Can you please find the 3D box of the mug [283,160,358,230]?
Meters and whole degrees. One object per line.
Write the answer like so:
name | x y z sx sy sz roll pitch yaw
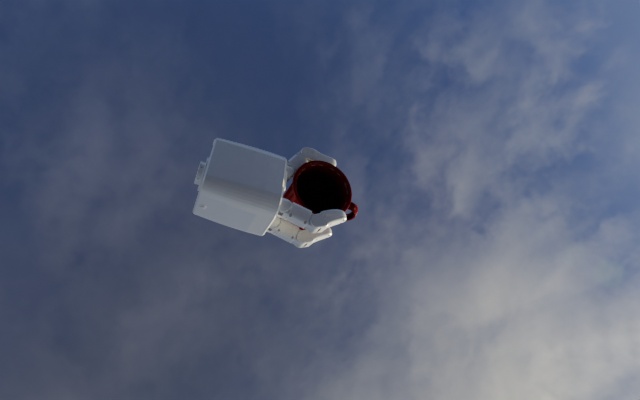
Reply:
mug | 0.001 0.003 0.730 0.117 0.093 0.081 20 -29 -14
